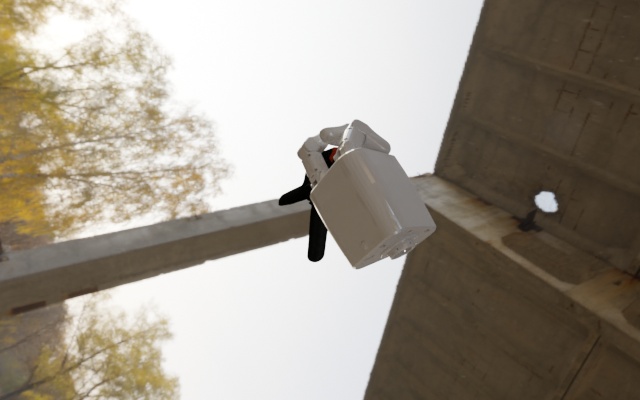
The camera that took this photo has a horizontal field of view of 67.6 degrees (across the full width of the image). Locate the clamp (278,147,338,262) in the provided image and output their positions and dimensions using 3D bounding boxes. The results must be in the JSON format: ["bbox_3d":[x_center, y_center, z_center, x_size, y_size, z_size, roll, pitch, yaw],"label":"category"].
[{"bbox_3d":[0.001,0.002,0.646,0.039,0.120,0.171,-14,-25,-36],"label":"clamp"}]
